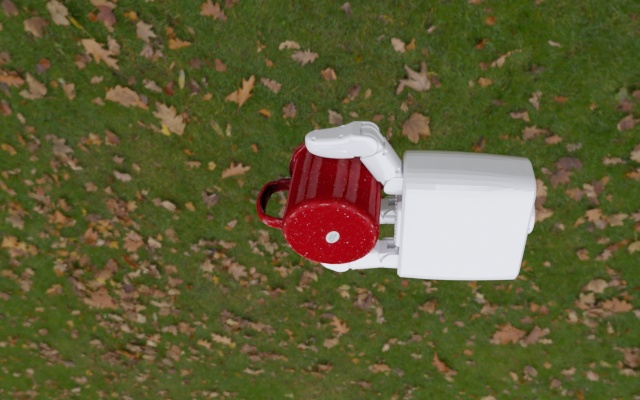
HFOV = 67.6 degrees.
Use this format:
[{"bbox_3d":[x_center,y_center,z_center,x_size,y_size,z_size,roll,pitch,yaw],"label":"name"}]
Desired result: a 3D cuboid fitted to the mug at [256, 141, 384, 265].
[{"bbox_3d":[-0.001,0.001,0.422,0.117,0.093,0.081,1,45,8],"label":"mug"}]
